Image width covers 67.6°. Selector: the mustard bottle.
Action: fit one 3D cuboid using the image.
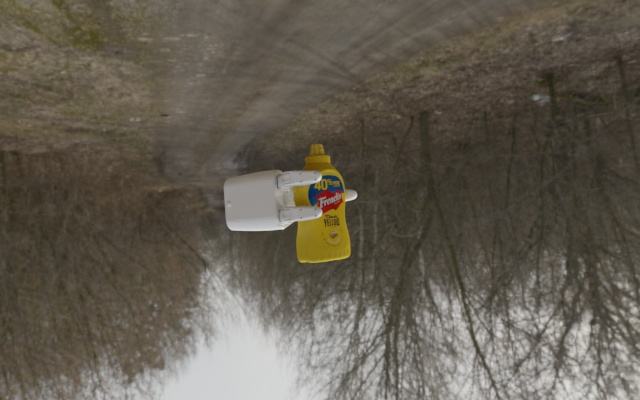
[{"bbox_3d":[0.000,0.003,0.786,0.096,0.191,0.058,-3,-3,-40],"label":"mustard bottle"}]
